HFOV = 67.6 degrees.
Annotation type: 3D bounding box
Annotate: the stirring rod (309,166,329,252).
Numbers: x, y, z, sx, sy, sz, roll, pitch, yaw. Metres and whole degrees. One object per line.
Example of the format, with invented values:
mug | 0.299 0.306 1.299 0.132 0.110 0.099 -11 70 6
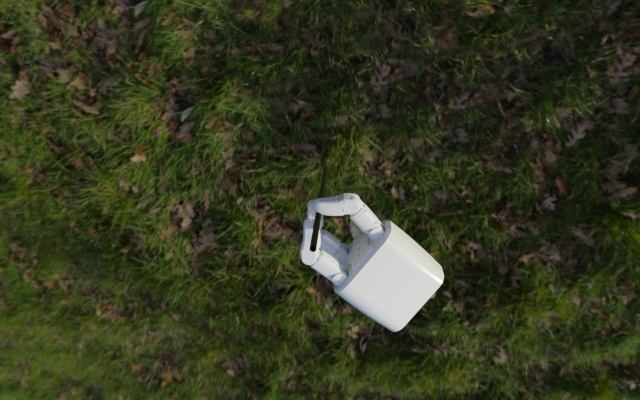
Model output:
stirring rod | 0.000 0.002 0.644 0.011 0.011 0.239 0 26 5
